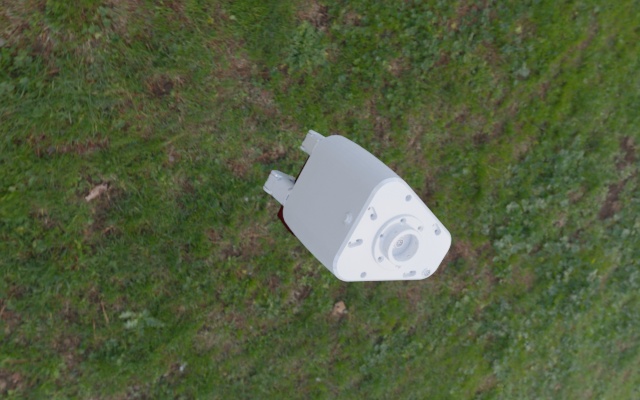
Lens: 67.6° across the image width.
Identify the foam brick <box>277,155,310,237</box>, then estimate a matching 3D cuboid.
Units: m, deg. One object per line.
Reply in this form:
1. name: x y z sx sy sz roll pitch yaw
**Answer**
1. foam brick: 0.000 0.002 0.496 0.053 0.078 0.051 22 12 -32
